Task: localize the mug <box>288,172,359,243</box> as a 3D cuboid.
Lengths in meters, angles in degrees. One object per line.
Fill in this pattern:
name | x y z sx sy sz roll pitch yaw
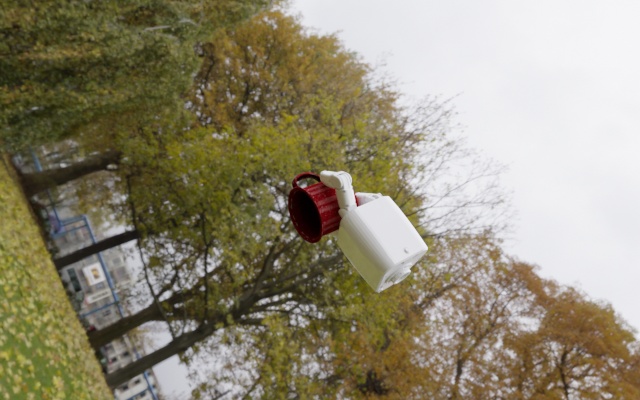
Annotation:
mug | -0.001 0.001 0.772 0.081 0.117 0.093 -21 -26 -32
